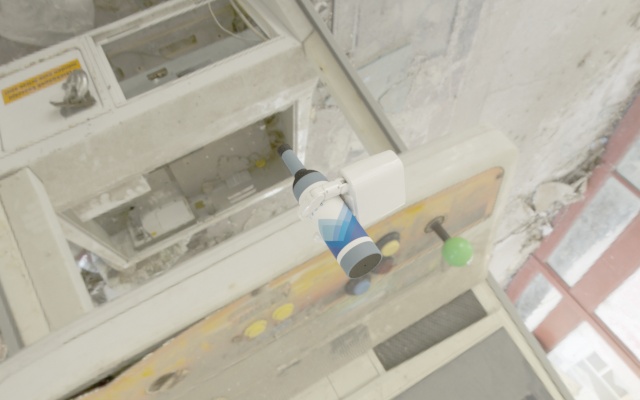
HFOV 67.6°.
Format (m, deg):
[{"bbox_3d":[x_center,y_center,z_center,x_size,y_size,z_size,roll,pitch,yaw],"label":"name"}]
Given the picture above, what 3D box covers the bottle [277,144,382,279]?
[{"bbox_3d":[0.000,0.003,0.843,0.069,0.069,0.295,0,44,-43],"label":"bottle"}]
